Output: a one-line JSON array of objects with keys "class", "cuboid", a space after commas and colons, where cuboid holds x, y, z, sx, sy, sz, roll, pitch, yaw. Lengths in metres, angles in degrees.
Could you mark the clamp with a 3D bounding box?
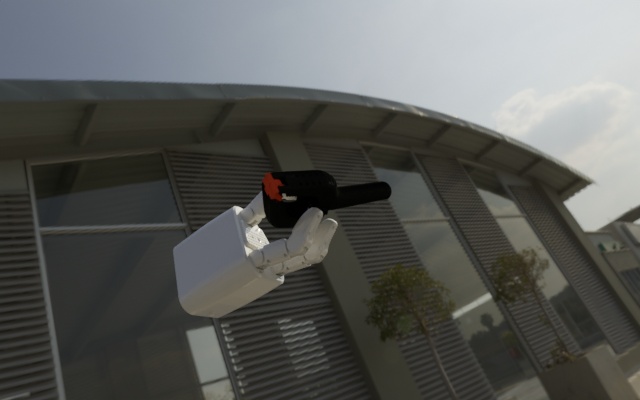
[{"class": "clamp", "cuboid": [-0.001, 0.001, 0.600, 0.164, 0.036, 0.210, -33, -26, 9]}]
